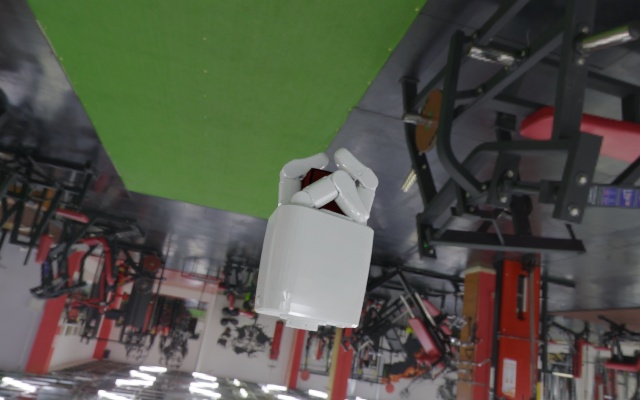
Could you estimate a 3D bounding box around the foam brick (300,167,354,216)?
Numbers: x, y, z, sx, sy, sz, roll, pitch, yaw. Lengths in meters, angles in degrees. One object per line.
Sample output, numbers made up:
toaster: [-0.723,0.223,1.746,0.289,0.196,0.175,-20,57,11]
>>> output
foam brick: [0.000,0.002,0.553,0.053,0.051,0.078,13,-17,-12]
